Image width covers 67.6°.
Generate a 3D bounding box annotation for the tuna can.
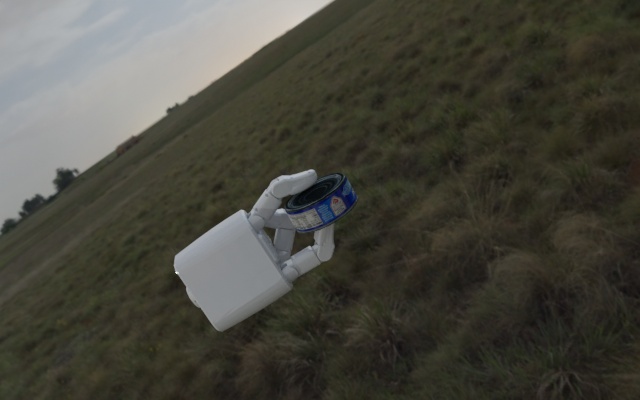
[{"bbox_3d":[0.000,0.001,0.579,0.086,0.034,0.086,-27,18,9],"label":"tuna can"}]
